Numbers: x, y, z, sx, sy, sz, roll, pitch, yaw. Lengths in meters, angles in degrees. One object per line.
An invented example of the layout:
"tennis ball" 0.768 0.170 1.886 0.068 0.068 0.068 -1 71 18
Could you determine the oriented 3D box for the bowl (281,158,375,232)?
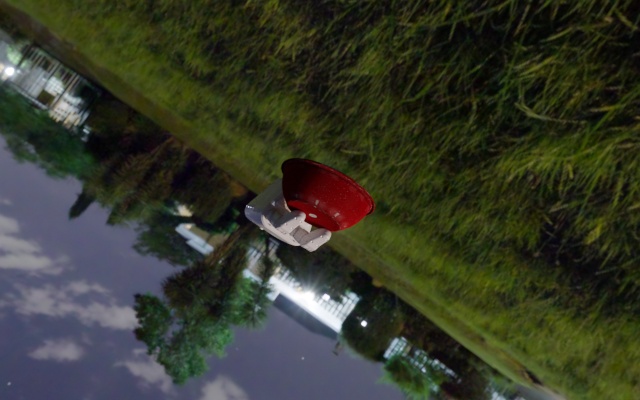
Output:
"bowl" 0.000 0.003 0.739 0.162 0.055 0.162 23 -20 9
